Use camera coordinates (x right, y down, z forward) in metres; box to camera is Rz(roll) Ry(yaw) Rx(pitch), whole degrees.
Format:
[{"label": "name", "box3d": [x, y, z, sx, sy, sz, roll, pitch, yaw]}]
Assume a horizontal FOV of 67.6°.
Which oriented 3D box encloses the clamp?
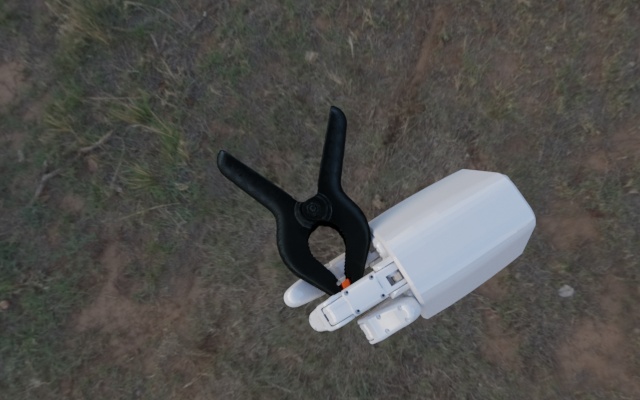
[{"label": "clamp", "box3d": [0.000, 0.001, 0.409, 0.120, 0.171, 0.039, -32, -9, 0]}]
